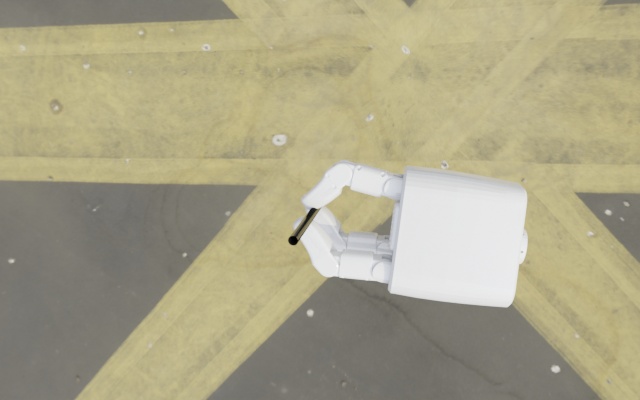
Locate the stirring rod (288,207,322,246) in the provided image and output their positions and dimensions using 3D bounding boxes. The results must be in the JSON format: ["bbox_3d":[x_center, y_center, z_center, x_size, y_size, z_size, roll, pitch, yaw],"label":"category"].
[{"bbox_3d":[0.000,0.002,0.484,0.011,0.011,0.239,0,14,11],"label":"stirring rod"}]
